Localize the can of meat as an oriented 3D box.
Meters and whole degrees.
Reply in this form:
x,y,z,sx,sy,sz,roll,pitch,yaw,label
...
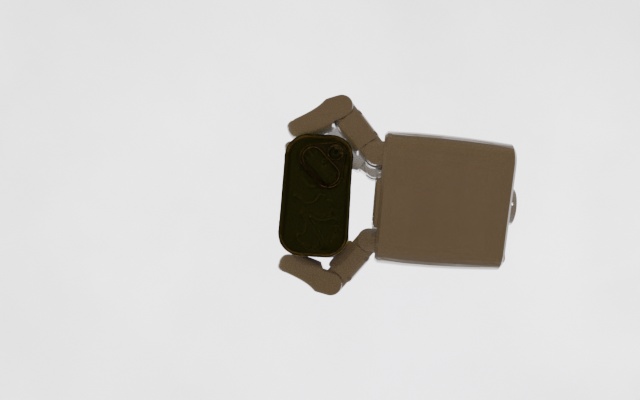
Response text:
x,y,z,sx,sy,sz,roll,pitch,yaw,label
0.000,0.002,0.429,0.057,0.102,0.084,3,-9,6,can of meat
